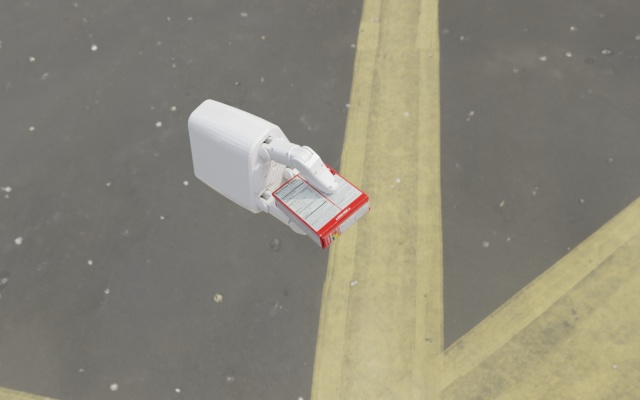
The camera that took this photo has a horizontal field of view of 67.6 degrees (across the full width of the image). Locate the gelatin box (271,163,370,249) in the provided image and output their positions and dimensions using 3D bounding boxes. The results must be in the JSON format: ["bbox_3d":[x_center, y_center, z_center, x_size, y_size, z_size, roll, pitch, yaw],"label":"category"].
[{"bbox_3d":[0.000,0.002,0.543,0.073,0.030,0.089,-39,55,-19],"label":"gelatin box"}]
